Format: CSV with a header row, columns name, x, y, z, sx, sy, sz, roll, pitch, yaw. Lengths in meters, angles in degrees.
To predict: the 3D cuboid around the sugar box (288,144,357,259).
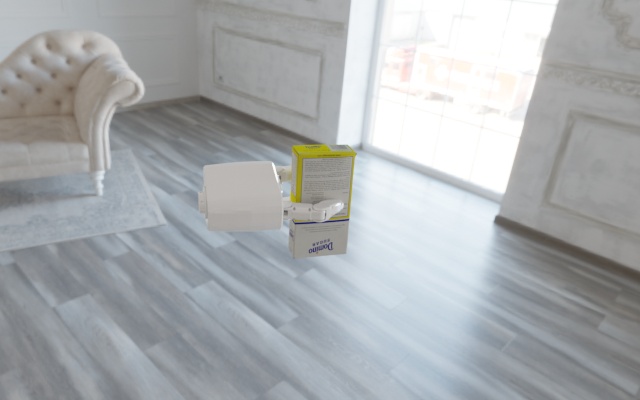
name,x,y,z,sx,sy,sz,roll,pitch,yaw
sugar box,0.000,0.002,0.748,0.093,0.176,0.048,-3,27,-16
